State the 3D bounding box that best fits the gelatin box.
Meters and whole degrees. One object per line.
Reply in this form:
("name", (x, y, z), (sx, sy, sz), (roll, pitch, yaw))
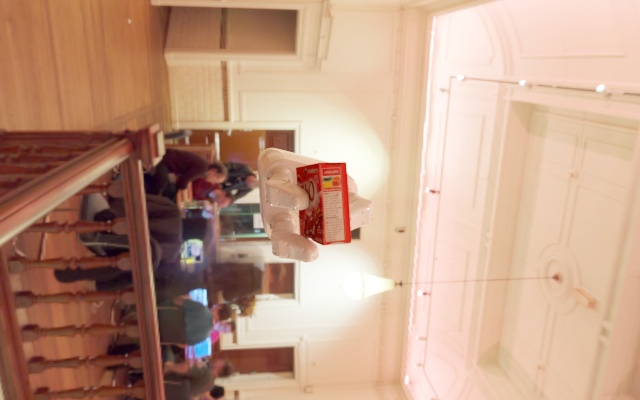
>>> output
("gelatin box", (0.001, 0.001, 0.457), (0.030, 0.073, 0.089), (-4, 3, -16))
